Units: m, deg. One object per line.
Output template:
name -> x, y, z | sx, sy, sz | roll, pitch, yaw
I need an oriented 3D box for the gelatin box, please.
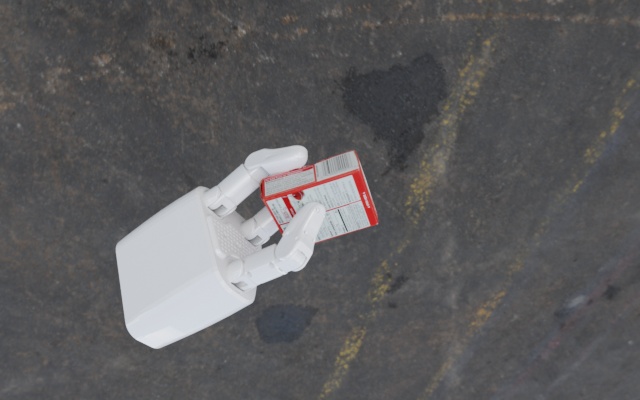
gelatin box -> 0.000, 0.002, 0.427 | 0.089, 0.030, 0.073 | -17, -46, 8
